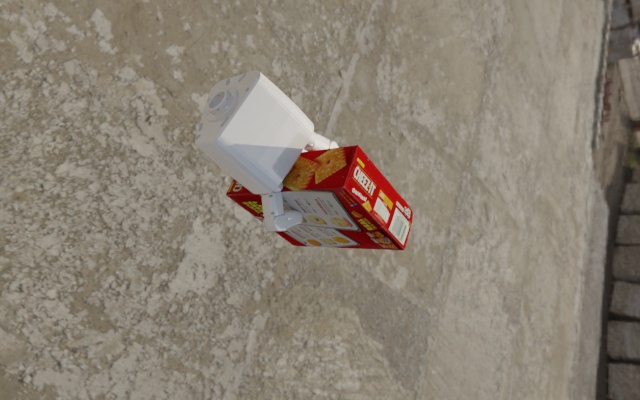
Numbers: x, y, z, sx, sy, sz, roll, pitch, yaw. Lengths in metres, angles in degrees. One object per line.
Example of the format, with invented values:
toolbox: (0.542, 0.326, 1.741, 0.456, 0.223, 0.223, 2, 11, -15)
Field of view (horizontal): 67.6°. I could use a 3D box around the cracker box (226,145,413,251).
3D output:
cracker box: (0.000, 0.002, 0.679, 0.213, 0.072, 0.164, -2, -32, 40)
